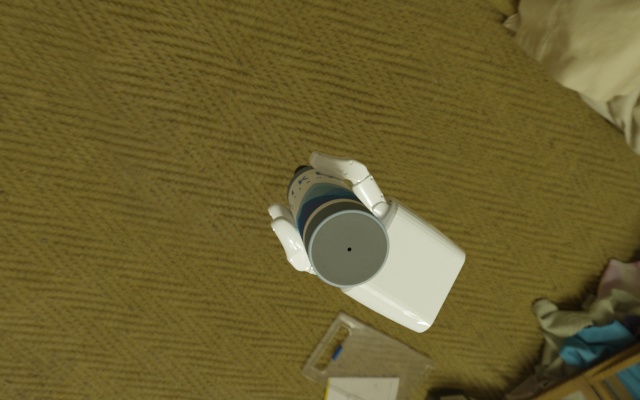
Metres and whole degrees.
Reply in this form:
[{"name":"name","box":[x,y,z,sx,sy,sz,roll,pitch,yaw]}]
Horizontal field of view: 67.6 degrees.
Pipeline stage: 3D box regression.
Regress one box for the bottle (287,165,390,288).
[{"name":"bottle","box":[0.000,0.002,0.518,0.069,0.069,0.295,0,15,-9]}]
